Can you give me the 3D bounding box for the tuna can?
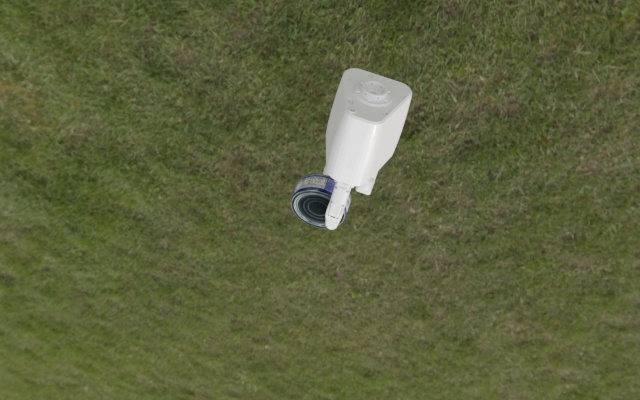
[{"bbox_3d":[0.000,0.003,0.707,0.086,0.033,0.086,11,-40,10],"label":"tuna can"}]
